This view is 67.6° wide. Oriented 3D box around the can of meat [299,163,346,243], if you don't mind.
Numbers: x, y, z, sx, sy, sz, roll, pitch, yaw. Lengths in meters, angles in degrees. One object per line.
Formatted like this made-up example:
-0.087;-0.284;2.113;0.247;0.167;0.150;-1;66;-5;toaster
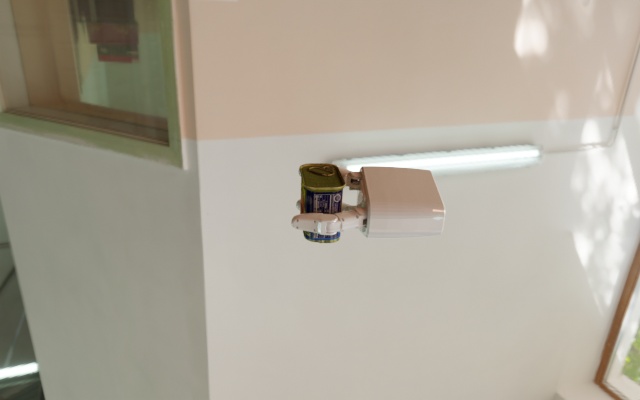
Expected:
0.000;0.003;0.679;0.057;0.084;0.102;-1;23;-7;can of meat
